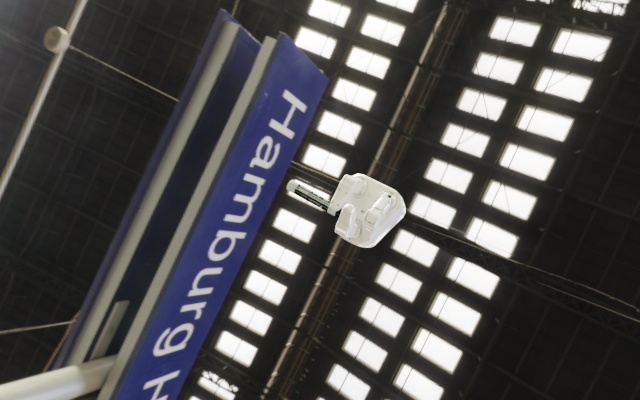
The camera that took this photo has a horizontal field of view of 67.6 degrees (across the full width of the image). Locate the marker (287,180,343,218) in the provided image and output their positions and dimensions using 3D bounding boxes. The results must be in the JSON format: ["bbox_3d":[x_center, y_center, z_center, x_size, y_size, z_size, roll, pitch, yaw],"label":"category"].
[{"bbox_3d":[0.000,0.002,0.756,0.121,0.020,0.020,29,10,19],"label":"marker"}]
